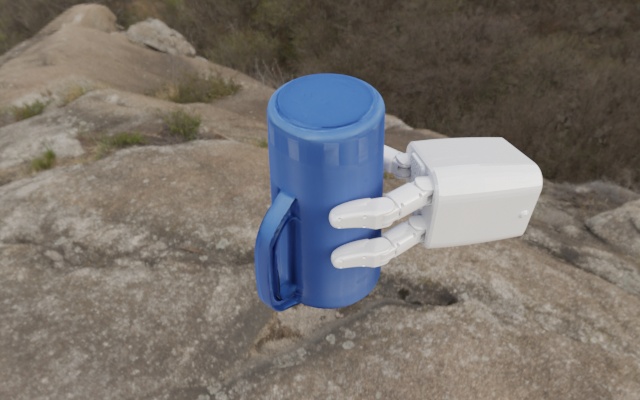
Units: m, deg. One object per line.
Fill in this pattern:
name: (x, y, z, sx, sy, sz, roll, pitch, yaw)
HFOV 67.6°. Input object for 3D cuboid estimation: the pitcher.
pitcher: (0.000, 0.002, 0.505, 0.145, 0.243, 0.149, -4, 44, -2)
